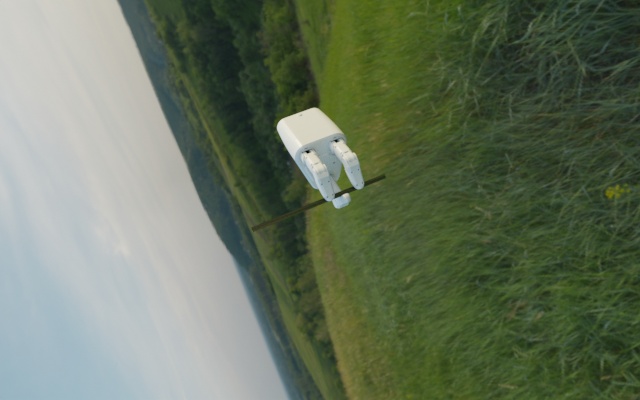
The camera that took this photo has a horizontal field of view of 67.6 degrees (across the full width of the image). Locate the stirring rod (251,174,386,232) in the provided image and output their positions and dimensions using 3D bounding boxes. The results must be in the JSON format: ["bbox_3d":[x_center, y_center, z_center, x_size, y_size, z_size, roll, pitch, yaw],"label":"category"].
[{"bbox_3d":[0.000,0.003,0.786,0.239,0.011,0.011,-22,5,-12],"label":"stirring rod"}]
